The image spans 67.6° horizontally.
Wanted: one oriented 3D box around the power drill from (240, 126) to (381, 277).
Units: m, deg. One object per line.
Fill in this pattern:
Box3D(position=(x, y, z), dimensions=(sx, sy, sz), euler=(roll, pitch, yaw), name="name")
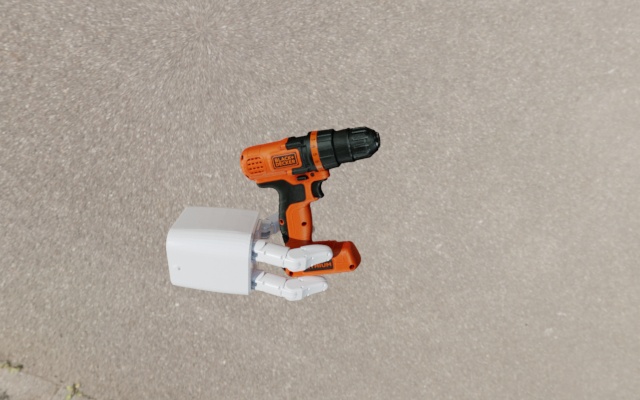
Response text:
Box3D(position=(0.000, 0.003, 0.629), dimensions=(0.184, 0.188, 0.057), euler=(-8, 14, 17), name="power drill")
